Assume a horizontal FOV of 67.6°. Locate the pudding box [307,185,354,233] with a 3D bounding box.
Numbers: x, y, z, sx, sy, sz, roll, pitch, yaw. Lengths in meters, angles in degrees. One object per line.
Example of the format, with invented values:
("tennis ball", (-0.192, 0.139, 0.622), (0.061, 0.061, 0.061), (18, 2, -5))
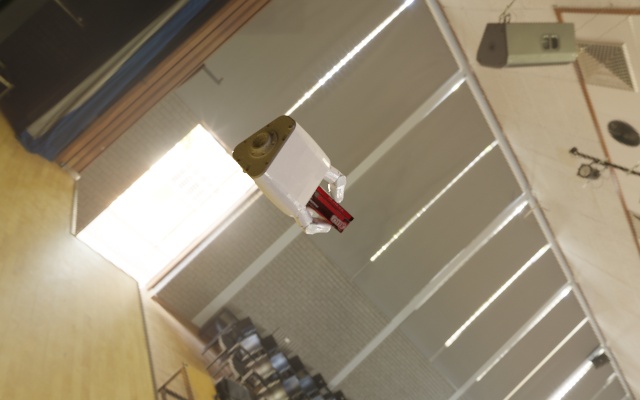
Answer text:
("pudding box", (0.000, 0.002, 0.811), (0.090, 0.039, 0.113), (44, 0, -19))
